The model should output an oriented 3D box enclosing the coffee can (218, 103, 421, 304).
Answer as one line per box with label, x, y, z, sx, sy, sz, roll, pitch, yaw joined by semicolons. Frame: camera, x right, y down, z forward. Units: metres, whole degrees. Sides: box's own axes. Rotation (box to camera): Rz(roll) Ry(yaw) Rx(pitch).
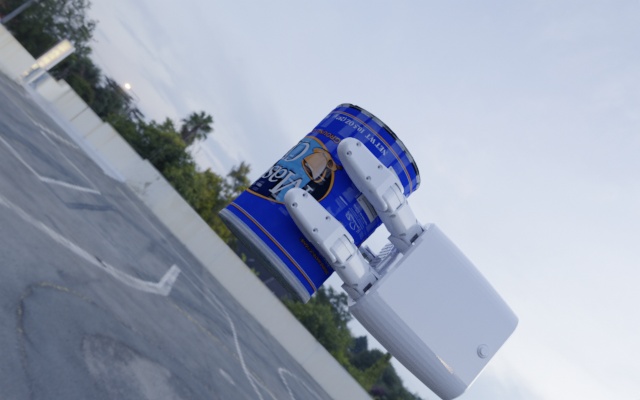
coffee can;0.000;0.001;0.406;0.140;0.103;0.103;-44;12;-13
